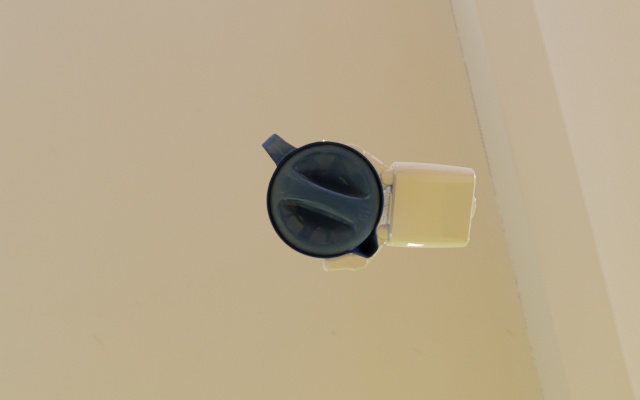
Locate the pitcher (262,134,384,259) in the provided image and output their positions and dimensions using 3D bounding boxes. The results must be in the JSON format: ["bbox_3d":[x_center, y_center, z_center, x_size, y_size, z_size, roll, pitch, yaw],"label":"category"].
[{"bbox_3d":[0.000,0.002,0.650,0.145,0.149,0.243,1,-6,1],"label":"pitcher"}]
